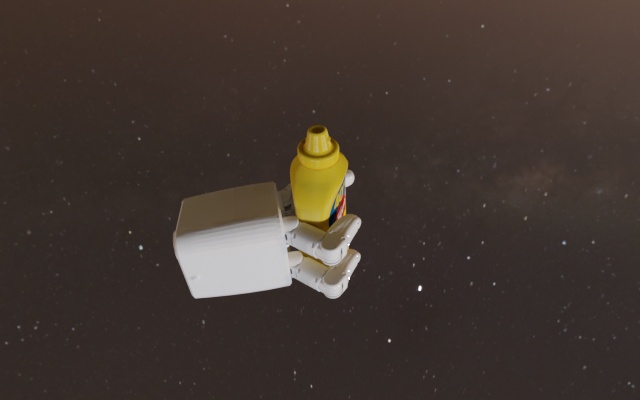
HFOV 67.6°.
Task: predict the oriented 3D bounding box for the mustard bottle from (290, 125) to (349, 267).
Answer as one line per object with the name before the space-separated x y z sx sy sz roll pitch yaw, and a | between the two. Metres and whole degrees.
mustard bottle | 0.000 0.002 0.518 0.058 0.192 0.096 8 45 12
